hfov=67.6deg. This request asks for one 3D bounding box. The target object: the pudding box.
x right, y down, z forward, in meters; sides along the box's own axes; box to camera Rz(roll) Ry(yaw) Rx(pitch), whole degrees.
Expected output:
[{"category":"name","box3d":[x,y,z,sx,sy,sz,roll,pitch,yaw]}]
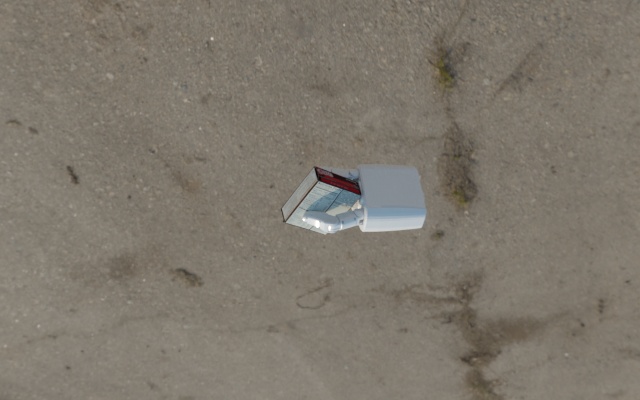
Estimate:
[{"category":"pudding box","box3d":[0.000,0.003,0.799,0.090,0.039,0.113,19,-53,-29]}]
